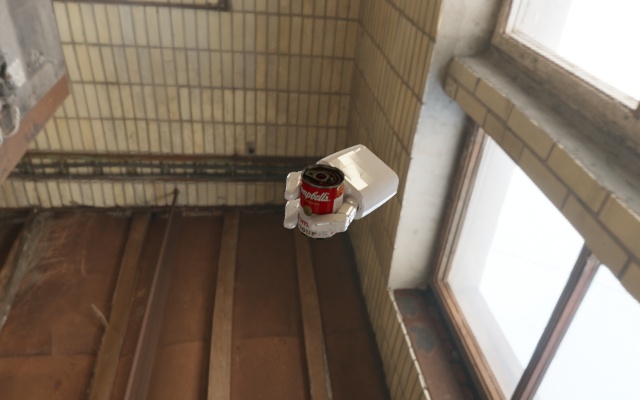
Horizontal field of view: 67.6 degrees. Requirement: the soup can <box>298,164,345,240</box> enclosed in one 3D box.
[{"bbox_3d":[0.000,0.003,0.758,0.068,0.102,0.068,4,34,-3],"label":"soup can"}]
